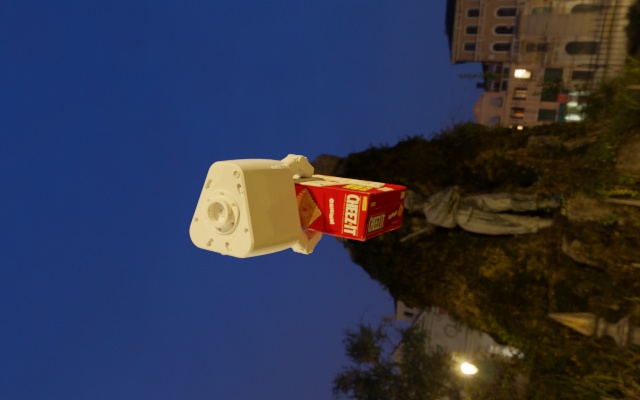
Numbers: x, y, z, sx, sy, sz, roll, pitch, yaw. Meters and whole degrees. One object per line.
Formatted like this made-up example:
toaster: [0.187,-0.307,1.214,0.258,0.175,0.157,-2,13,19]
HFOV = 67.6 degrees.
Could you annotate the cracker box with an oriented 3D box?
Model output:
cracker box: [0.000,0.002,0.714,0.213,0.072,0.164,10,9,26]
